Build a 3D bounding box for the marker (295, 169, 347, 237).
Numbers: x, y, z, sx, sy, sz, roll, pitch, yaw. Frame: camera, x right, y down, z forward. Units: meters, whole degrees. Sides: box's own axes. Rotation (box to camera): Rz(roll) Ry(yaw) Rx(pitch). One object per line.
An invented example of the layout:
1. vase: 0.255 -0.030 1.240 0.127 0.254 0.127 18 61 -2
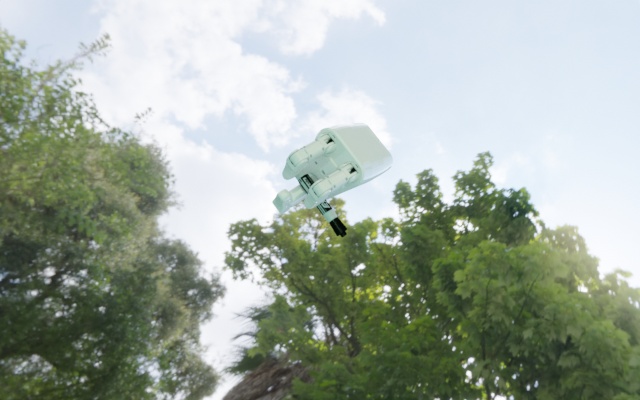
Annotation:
1. marker: 0.000 0.002 0.696 0.020 0.121 0.020 -35 -9 -6
